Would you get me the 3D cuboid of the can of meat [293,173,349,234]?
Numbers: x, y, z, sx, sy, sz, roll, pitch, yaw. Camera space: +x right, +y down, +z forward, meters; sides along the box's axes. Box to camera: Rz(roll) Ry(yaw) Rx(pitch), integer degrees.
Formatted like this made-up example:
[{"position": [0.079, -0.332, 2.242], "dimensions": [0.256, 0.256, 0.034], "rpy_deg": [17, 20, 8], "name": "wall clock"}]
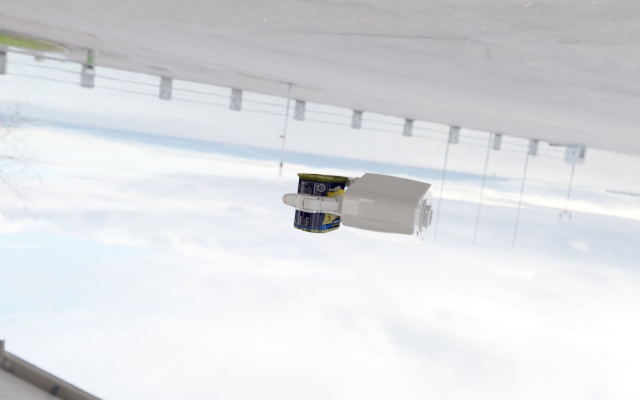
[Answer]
[{"position": [0.000, 0.003, 0.730], "dimensions": [0.057, 0.084, 0.102], "rpy_deg": [9, 6, 21], "name": "can of meat"}]
